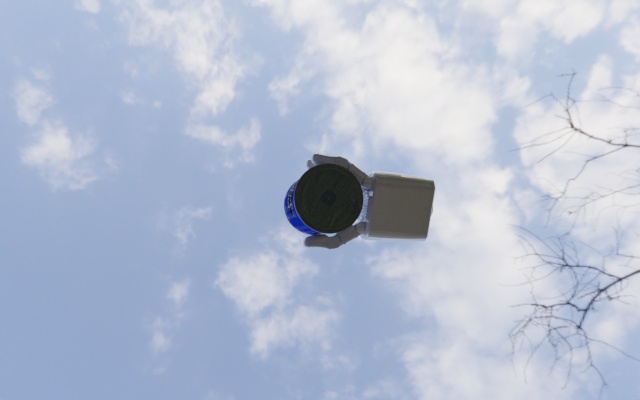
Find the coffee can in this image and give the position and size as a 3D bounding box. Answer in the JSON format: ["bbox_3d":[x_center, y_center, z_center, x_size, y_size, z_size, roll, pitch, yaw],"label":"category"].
[{"bbox_3d":[0.000,0.003,0.755,0.103,0.103,0.140,0,-5,-11],"label":"coffee can"}]
